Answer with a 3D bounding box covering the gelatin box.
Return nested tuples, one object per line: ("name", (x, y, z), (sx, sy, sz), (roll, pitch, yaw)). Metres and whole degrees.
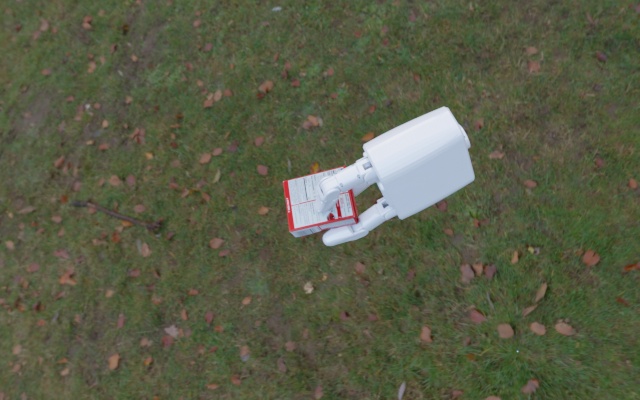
("gelatin box", (0.000, 0.002, 0.620), (0.089, 0.073, 0.030), (-13, -23, 8))
